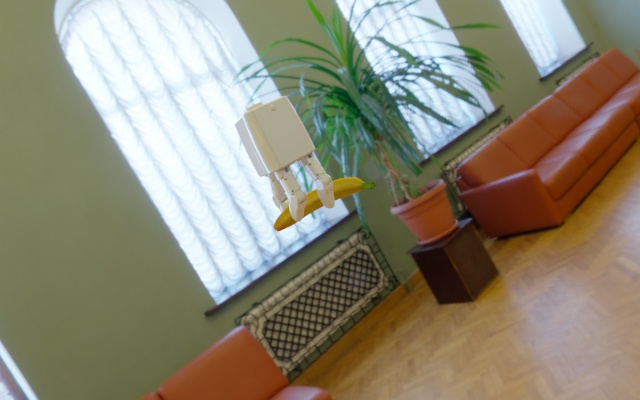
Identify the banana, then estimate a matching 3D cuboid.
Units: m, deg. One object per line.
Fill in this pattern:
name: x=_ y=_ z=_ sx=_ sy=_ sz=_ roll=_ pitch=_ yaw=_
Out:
banana: x=-0.002 y=-0.001 z=0.865 sx=0.198 sy=0.037 sz=0.069 roll=-26 pitch=13 yaw=-11
